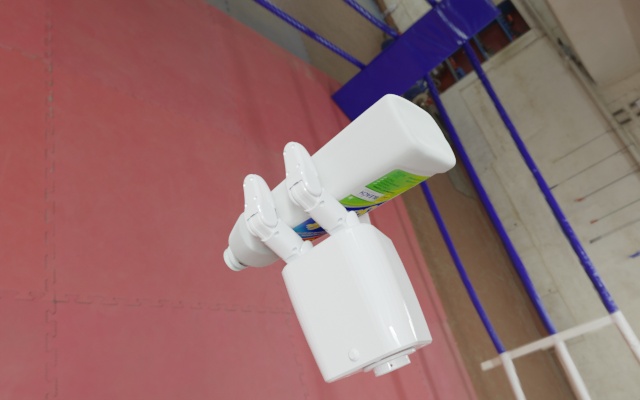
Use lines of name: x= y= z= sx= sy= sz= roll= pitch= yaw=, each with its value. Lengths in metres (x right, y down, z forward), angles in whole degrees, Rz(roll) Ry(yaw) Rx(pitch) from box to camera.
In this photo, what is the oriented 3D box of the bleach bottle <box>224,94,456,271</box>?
bleach bottle: x=0.000 y=0.001 z=0.471 sx=0.251 sy=0.068 sz=0.102 roll=-35 pitch=-25 yaw=28
